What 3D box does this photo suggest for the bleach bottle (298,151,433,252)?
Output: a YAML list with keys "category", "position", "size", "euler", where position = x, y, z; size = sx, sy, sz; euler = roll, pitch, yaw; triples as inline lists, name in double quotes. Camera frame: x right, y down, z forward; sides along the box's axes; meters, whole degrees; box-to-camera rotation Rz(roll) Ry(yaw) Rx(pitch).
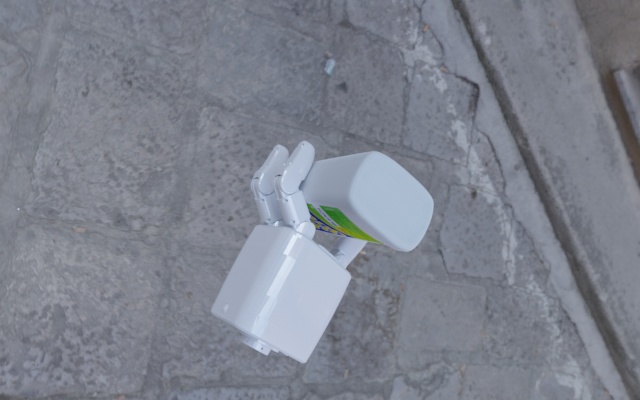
- category: "bleach bottle"
  position: [0.000, 0.002, 0.536]
  size: [0.102, 0.068, 0.251]
  euler: [38, -20, -26]
